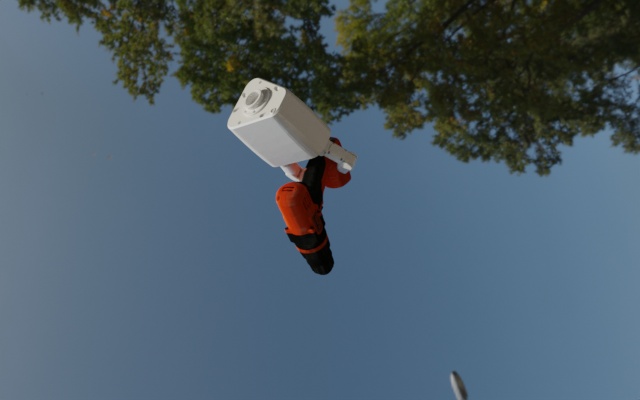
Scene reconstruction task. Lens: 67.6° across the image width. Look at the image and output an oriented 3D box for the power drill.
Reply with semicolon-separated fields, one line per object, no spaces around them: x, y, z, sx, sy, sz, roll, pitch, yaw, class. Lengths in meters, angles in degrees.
0.000;0.002;0.772;0.057;0.185;0.187;-1;44;21;power drill
